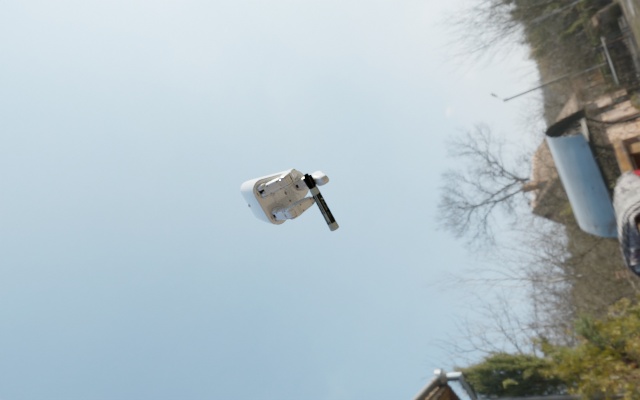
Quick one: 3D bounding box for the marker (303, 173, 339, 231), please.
[{"bbox_3d":[0.000,0.003,0.897,0.020,0.121,0.020,-26,15,7],"label":"marker"}]
